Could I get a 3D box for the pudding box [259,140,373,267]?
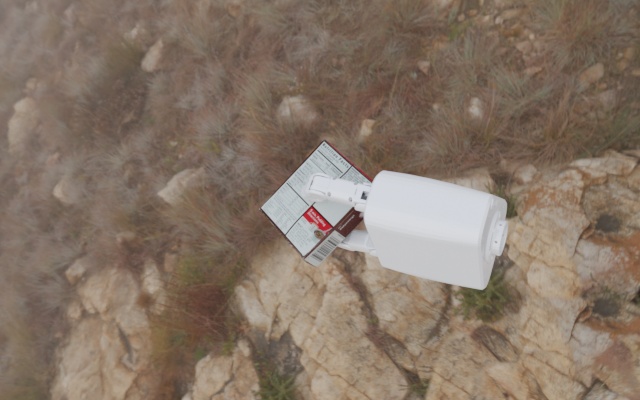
[{"bbox_3d":[0.000,0.002,0.530,0.090,0.113,0.039,45,1,31],"label":"pudding box"}]
